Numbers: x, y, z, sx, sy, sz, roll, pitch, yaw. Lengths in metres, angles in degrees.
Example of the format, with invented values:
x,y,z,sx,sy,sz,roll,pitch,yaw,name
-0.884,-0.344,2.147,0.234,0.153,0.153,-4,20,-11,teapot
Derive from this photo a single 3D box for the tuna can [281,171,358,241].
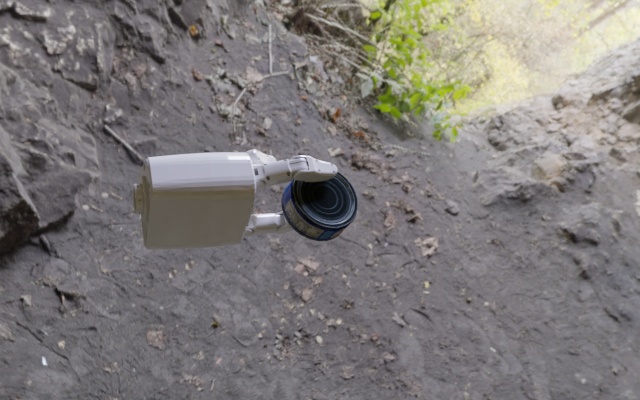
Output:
x,y,z,sx,sy,sz,roll,pitch,yaw,name
0.000,0.002,0.555,0.086,0.086,0.034,0,-28,-28,tuna can
